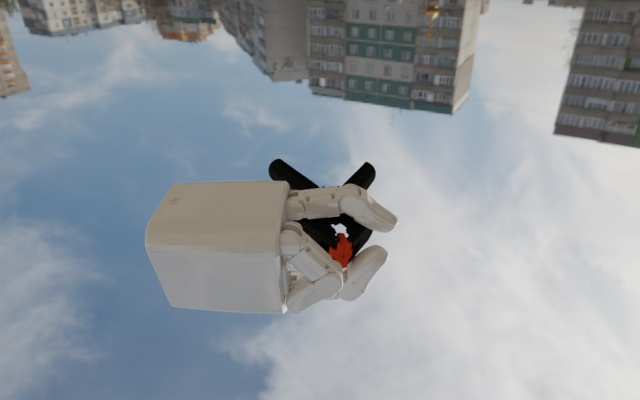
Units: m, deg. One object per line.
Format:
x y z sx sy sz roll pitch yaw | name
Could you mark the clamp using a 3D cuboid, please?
0.000 0.002 0.482 0.120 0.039 0.171 1 29 2 | clamp
